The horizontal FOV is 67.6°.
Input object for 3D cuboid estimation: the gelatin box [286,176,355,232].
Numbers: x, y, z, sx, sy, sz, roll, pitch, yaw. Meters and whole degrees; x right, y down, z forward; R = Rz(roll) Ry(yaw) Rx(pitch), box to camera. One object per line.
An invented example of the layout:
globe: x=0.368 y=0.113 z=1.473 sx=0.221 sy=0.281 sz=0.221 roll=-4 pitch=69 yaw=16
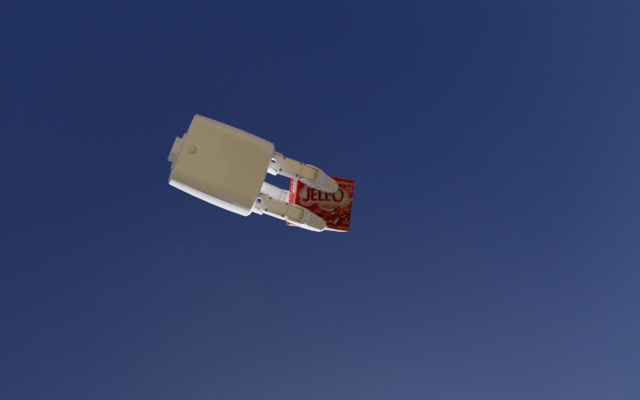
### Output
gelatin box: x=0.000 y=0.002 z=0.659 sx=0.089 sy=0.073 sz=0.030 roll=9 pitch=-5 yaw=-26
